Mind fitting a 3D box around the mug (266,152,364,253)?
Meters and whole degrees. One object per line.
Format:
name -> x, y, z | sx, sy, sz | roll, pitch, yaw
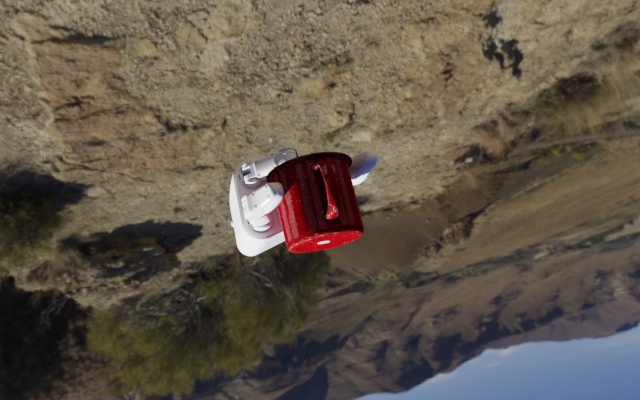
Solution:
mug -> 0.001, 0.001, 0.483 | 0.093, 0.081, 0.117 | -8, -16, -18
